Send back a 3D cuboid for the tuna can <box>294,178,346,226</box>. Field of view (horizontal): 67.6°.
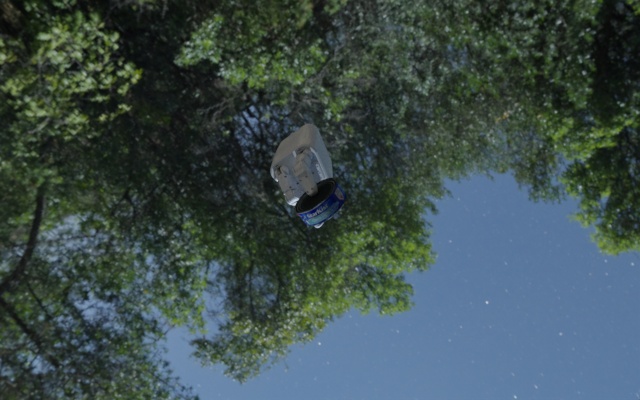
[{"bbox_3d":[0.000,0.003,0.796,0.086,0.034,0.086,-32,22,15],"label":"tuna can"}]
